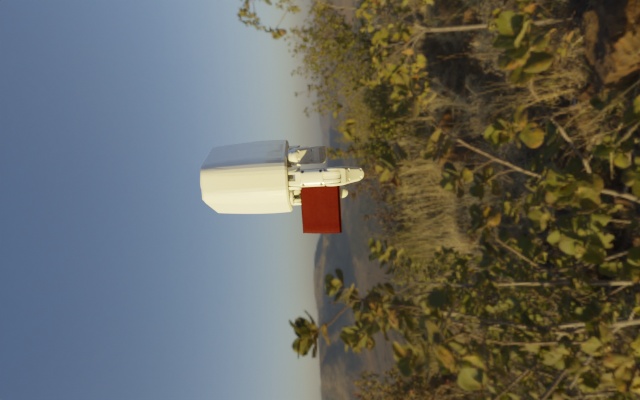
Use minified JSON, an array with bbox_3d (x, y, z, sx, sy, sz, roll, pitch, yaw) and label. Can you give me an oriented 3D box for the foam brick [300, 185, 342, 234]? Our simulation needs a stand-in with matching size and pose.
[{"bbox_3d":[0.000,0.002,0.635,0.051,0.078,0.053,-4,6,-1],"label":"foam brick"}]
